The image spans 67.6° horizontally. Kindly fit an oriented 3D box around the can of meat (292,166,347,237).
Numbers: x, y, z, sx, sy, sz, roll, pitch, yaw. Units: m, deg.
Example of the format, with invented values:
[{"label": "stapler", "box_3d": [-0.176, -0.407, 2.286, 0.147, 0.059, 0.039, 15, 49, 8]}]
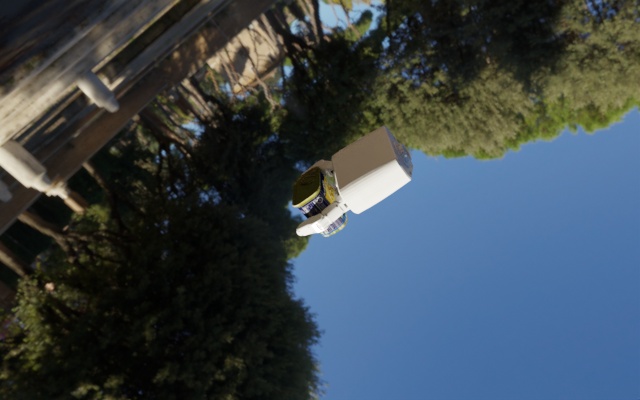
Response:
[{"label": "can of meat", "box_3d": [0.000, 0.003, 0.822, 0.057, 0.084, 0.102, -34, 25, 17]}]
